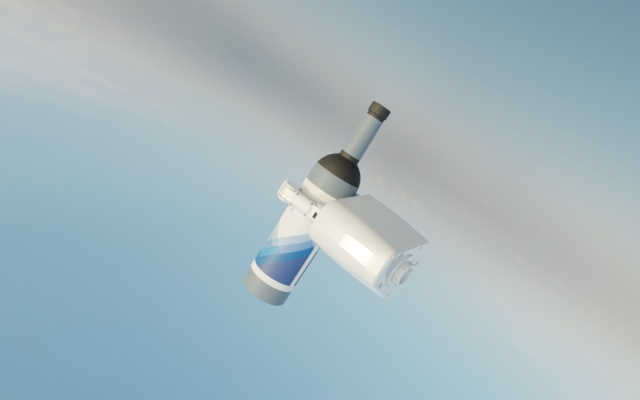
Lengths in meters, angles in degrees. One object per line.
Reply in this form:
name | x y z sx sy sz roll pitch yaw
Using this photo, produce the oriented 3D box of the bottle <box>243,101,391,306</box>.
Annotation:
bottle | 0.000 0.002 0.632 0.069 0.296 0.069 32 10 -6
